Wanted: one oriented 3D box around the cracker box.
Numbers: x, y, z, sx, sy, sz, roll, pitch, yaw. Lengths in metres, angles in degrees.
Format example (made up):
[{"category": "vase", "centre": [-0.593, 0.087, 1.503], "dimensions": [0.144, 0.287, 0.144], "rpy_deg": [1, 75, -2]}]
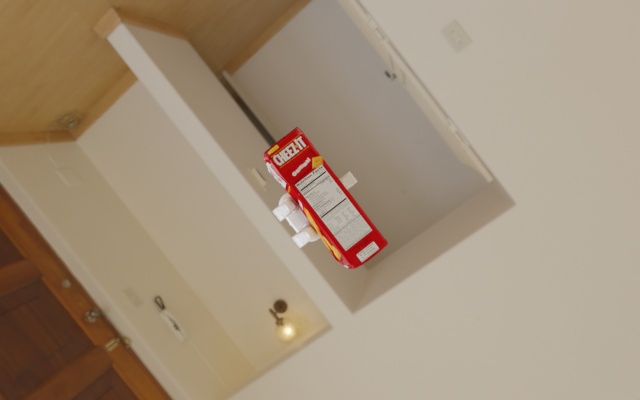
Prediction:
[{"category": "cracker box", "centre": [0.000, 0.002, 0.749], "dimensions": [0.072, 0.213, 0.164], "rpy_deg": [-38, 1, -6]}]
